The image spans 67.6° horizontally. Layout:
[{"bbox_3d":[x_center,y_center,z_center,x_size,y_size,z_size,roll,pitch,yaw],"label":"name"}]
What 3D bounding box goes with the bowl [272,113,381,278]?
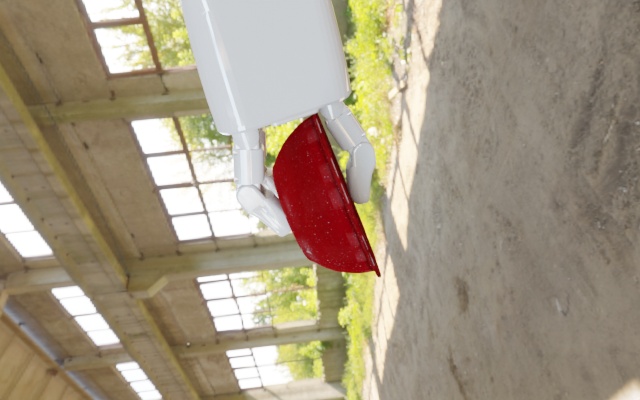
[{"bbox_3d":[0.000,0.003,0.426,0.055,0.162,0.162,-22,-2,5],"label":"bowl"}]
